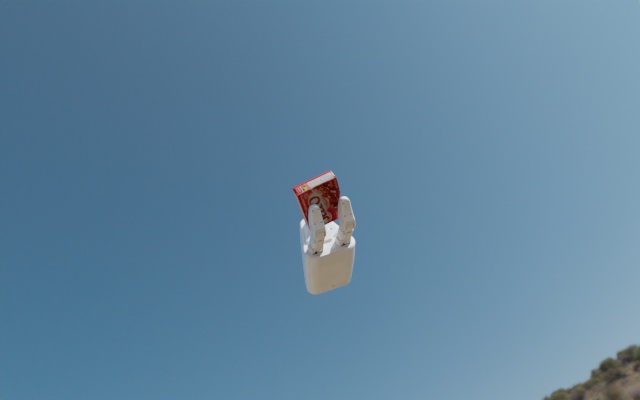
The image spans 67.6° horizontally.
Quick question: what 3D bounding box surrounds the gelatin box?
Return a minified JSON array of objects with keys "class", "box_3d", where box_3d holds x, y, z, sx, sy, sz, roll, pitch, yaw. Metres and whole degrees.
[{"class":"gelatin box","box_3d":[0.000,0.002,0.820,0.073,0.089,0.030,-25,39,-8]}]
